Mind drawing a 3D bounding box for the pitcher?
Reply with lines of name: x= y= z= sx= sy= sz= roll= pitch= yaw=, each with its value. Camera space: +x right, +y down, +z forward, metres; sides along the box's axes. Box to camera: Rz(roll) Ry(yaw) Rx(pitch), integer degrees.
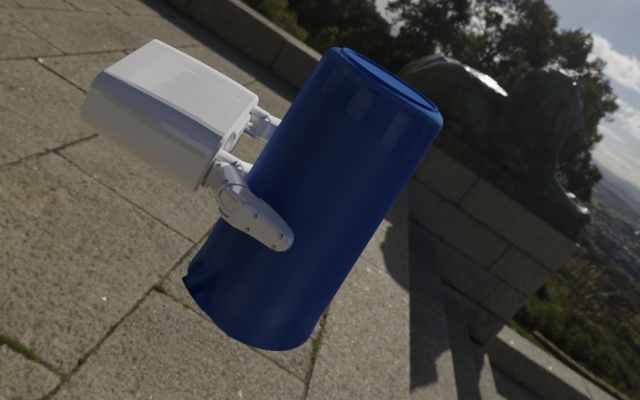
pitcher: x=0.000 y=0.001 z=0.420 sx=0.145 sy=0.243 sz=0.149 roll=31 pitch=22 yaw=-6
